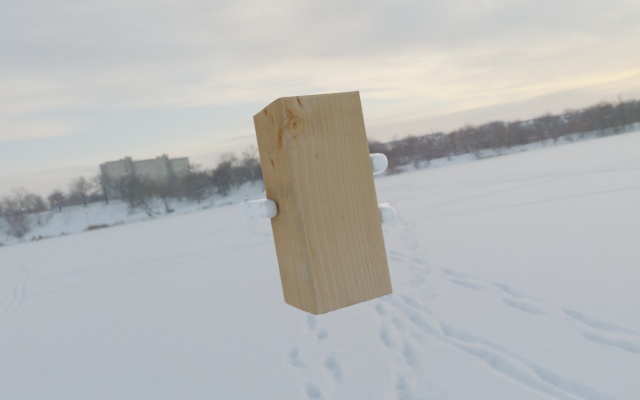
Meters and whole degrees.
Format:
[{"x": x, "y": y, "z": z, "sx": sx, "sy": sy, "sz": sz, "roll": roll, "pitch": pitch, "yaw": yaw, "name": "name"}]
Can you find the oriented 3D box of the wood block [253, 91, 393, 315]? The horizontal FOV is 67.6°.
[{"x": 0.000, "y": 0.002, "z": 0.498, "sx": 0.091, "sy": 0.206, "sz": 0.090, "roll": -11, "pitch": 2, "yaw": -25, "name": "wood block"}]
